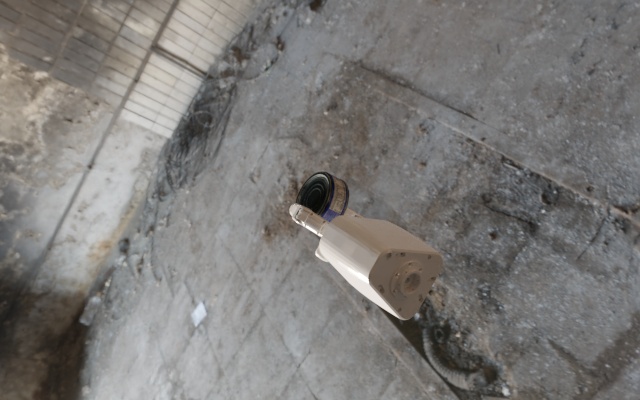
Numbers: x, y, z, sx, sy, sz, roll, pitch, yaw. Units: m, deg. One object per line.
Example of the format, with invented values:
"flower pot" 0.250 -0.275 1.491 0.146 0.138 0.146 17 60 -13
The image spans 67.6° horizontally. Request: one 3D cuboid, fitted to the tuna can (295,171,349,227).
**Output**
"tuna can" 0.000 0.002 0.685 0.034 0.086 0.086 25 -14 -33
